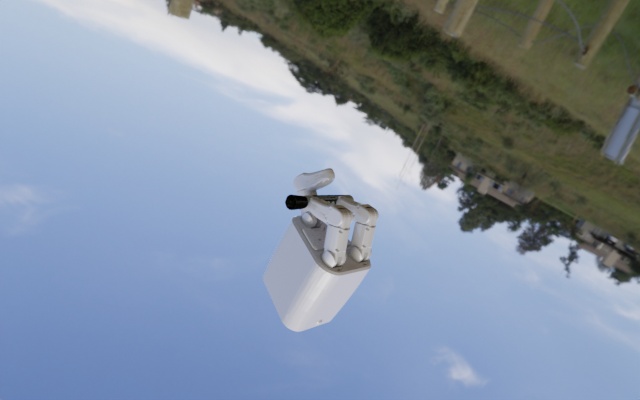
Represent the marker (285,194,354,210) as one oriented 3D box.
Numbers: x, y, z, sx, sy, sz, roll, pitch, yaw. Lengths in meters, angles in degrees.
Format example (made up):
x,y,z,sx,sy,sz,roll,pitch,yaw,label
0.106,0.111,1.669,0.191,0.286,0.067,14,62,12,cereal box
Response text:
x,y,z,sx,sy,sz,roll,pitch,yaw,label
0.000,0.002,0.612,0.020,0.020,0.121,0,1,41,marker
